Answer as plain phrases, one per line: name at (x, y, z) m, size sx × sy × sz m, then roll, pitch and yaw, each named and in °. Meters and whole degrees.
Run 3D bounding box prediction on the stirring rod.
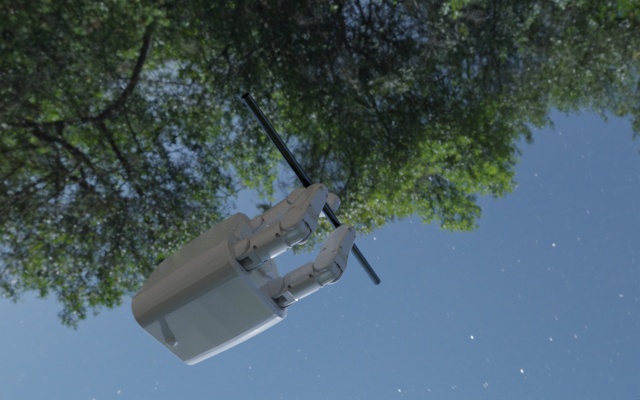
stirring rod at (0.000, 0.001, 0.439) m, size 0.011 × 0.011 × 0.240 m, roll 0°, pitch -44°, yaw 44°
